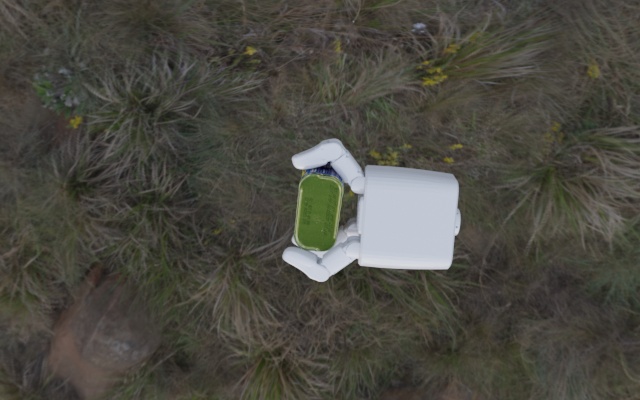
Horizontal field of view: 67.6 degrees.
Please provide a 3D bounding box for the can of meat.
[{"bbox_3d":[0.000,0.002,0.586,0.057,0.102,0.084,7,21,1],"label":"can of meat"}]
